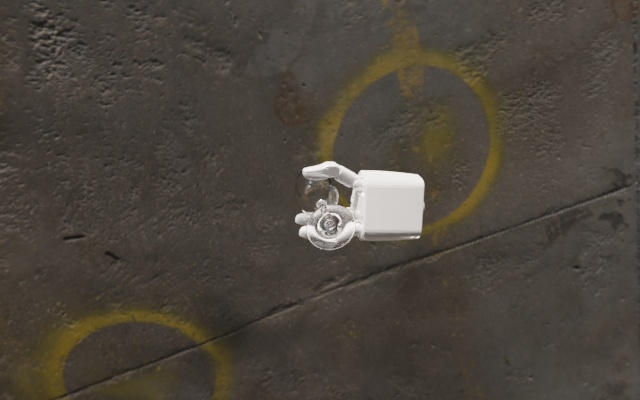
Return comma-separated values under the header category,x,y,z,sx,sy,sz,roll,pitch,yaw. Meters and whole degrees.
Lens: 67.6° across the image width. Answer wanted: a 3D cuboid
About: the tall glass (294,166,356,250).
category,x,y,z,sx,sy,sz,roll,pitch,yaw
tall glass,0.000,0.003,0.791,0.079,0.079,0.201,0,22,-10
